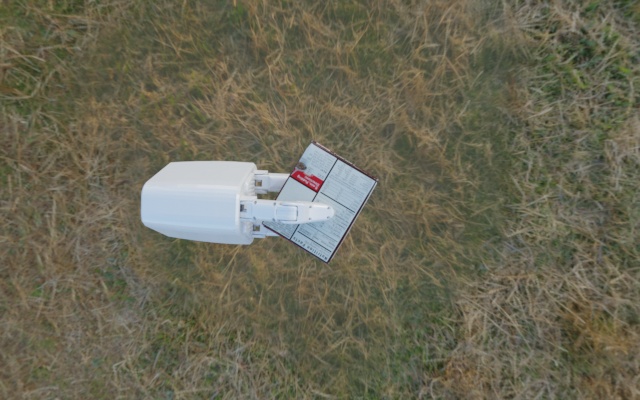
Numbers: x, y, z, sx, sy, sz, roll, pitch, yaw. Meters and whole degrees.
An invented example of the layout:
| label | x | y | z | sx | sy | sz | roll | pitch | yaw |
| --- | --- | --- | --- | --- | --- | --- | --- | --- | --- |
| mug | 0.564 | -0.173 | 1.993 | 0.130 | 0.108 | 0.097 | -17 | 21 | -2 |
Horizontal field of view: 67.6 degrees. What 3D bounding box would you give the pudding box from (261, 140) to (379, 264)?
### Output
| label | x | y | z | sx | sy | sz | roll | pitch | yaw |
| --- | --- | --- | --- | --- | --- | --- | --- | --- | --- |
| pudding box | 0.000 | 0.002 | 0.540 | 0.090 | 0.113 | 0.039 | 31 | 6 | 3 |
